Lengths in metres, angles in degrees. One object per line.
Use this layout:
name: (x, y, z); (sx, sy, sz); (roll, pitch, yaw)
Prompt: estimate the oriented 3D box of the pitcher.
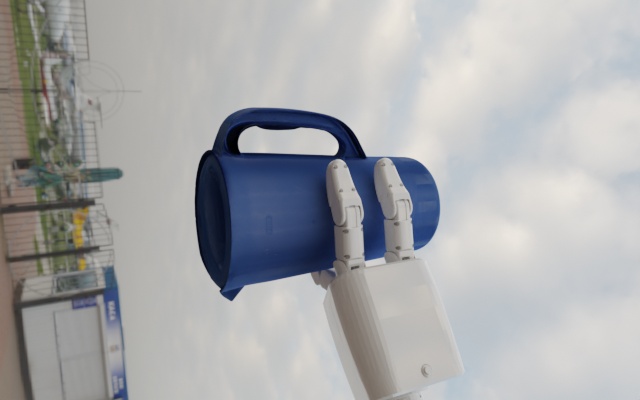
pitcher: (0.000, 0.002, 0.492); (0.243, 0.145, 0.149); (-5, -29, -27)
